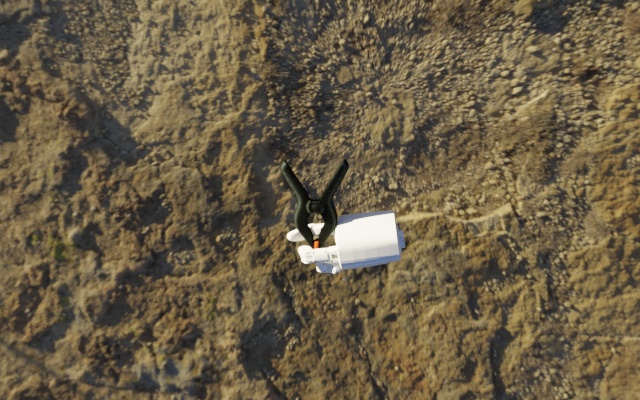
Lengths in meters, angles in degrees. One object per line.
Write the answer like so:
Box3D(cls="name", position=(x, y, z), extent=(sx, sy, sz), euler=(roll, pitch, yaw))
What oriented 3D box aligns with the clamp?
Box3D(cls="clamp", position=(0.000, 0.003, 0.858), extent=(0.120, 0.171, 0.039), euler=(-8, 11, 9))
